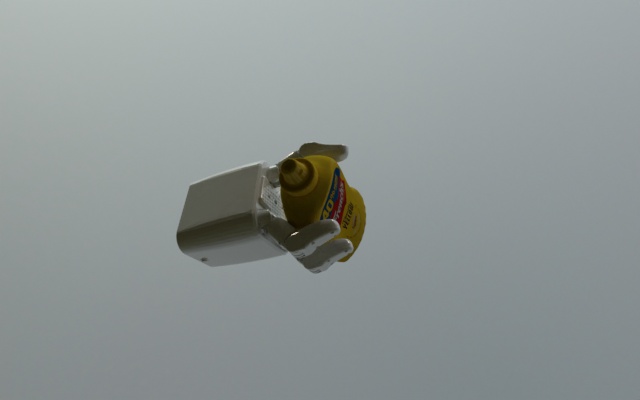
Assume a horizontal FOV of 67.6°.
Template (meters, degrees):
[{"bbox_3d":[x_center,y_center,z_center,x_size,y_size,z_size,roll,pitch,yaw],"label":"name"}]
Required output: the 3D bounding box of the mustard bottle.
[{"bbox_3d":[0.000,0.002,0.559,0.058,0.096,0.192,10,-18,26],"label":"mustard bottle"}]
